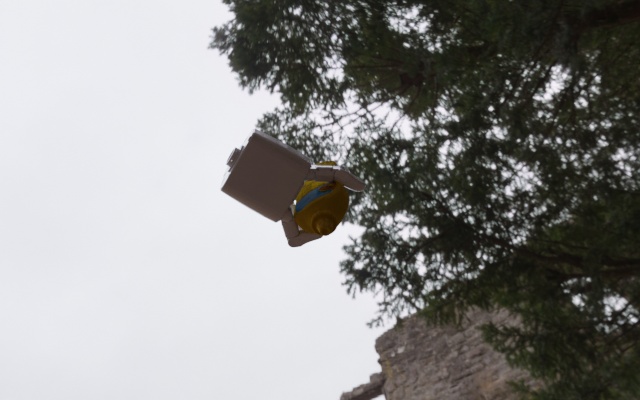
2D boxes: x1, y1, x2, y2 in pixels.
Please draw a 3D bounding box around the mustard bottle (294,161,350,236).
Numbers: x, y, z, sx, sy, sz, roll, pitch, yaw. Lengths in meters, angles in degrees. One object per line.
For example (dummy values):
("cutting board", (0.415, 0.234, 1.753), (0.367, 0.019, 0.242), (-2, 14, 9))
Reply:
("mustard bottle", (0.000, 0.003, 0.785), (0.096, 0.058, 0.191), (-31, 24, 10))
